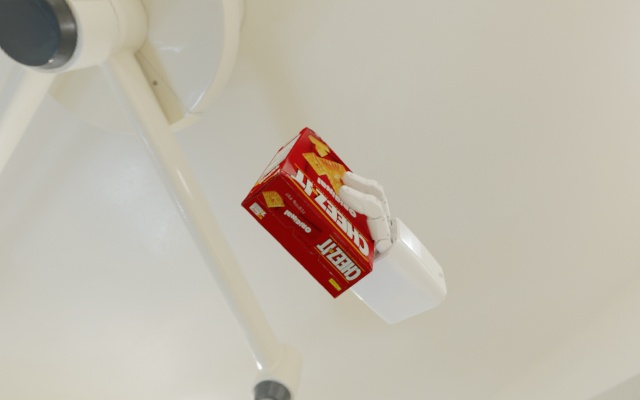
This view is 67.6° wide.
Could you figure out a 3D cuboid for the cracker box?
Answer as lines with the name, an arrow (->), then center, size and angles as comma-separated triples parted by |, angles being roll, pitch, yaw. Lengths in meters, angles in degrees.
cracker box -> 0.000, 0.002, 0.641 | 0.072, 0.164, 0.213 | -39, 13, 20
